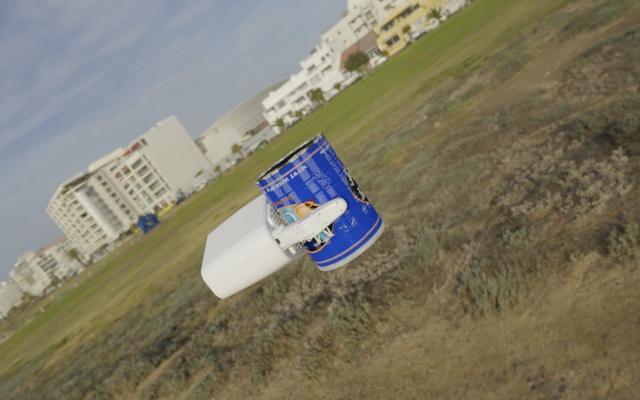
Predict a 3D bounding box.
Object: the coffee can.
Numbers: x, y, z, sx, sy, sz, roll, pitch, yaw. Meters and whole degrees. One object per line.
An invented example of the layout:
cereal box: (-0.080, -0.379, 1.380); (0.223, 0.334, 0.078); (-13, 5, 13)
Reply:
coffee can: (0.000, 0.002, 0.598); (0.103, 0.140, 0.102); (-35, 11, 7)
